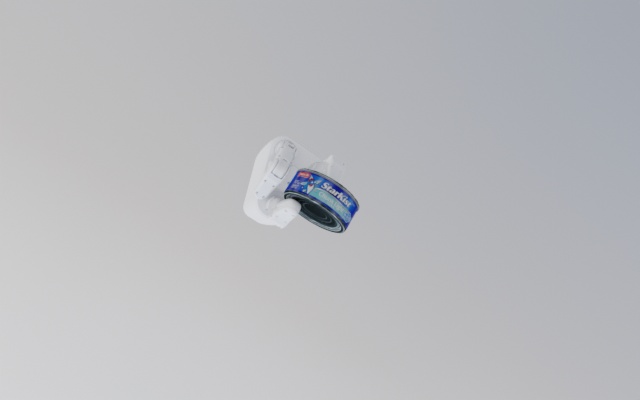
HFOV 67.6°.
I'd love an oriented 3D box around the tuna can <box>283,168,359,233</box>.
[{"bbox_3d":[0.000,0.002,0.554,0.086,0.033,0.086,29,-18,10],"label":"tuna can"}]
